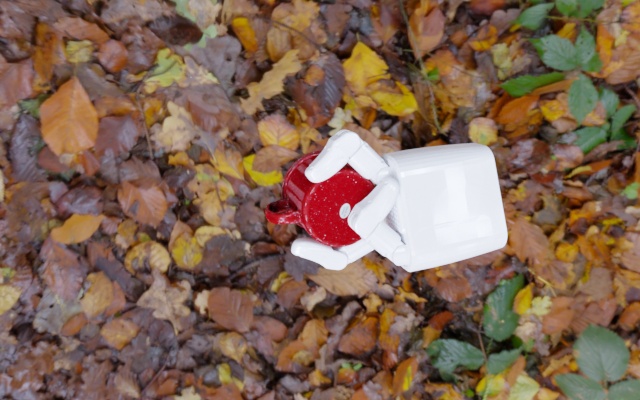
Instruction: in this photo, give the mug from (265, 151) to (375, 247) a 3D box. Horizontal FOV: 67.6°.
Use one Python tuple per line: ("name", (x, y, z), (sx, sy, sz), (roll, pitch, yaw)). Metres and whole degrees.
("mug", (-0.001, 0.002, 0.500), (0.117, 0.093, 0.081), (-12, 17, -12))
